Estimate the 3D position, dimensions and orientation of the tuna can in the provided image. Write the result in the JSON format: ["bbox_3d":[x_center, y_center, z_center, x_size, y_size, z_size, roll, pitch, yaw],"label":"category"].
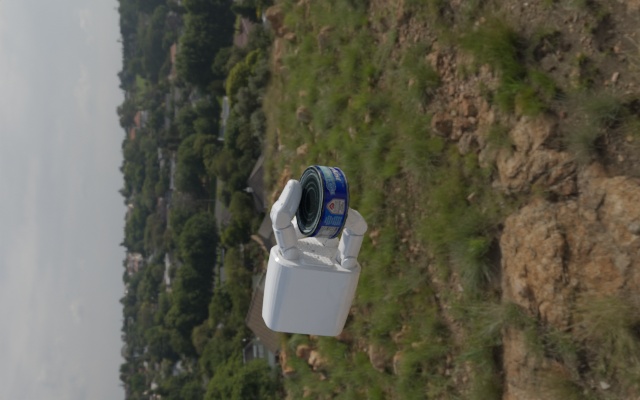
[{"bbox_3d":[0.000,0.002,0.561,0.034,0.086,0.086,5,-2,-24],"label":"tuna can"}]
